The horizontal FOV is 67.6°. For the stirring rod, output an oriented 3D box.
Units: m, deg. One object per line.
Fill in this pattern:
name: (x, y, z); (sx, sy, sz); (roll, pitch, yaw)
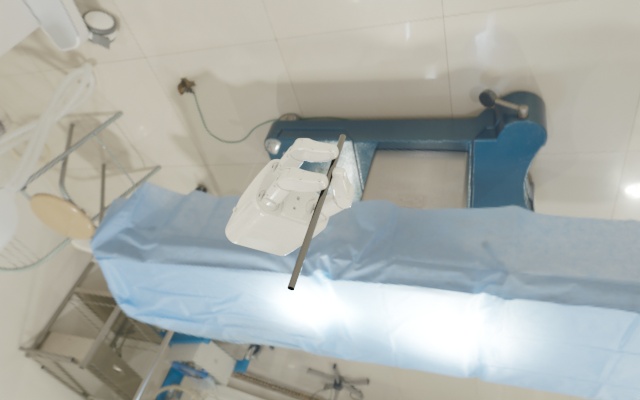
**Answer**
stirring rod: (0.000, 0.002, 0.558); (0.011, 0.239, 0.011); (11, -41, 10)
